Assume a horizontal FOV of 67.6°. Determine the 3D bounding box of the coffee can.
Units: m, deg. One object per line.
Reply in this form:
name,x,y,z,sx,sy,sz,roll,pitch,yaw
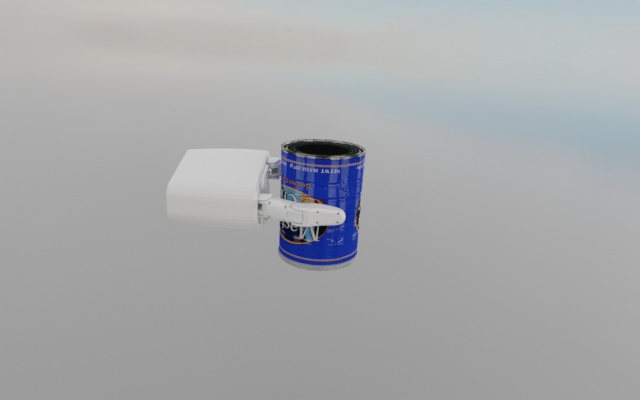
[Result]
coffee can,0.000,0.002,0.595,0.103,0.140,0.102,3,18,-1
